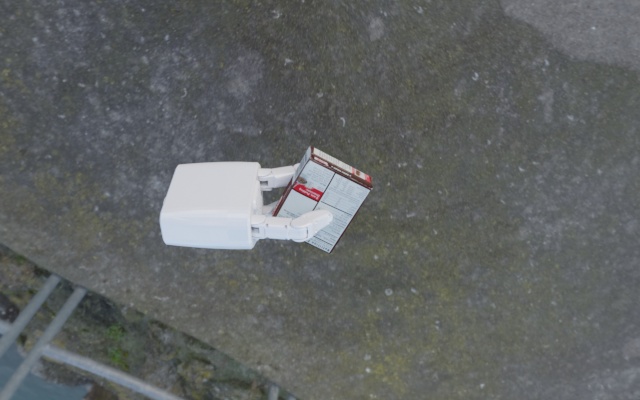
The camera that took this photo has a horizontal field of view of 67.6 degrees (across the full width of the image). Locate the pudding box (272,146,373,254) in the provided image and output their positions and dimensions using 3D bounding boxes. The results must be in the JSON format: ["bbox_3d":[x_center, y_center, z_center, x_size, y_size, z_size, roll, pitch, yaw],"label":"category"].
[{"bbox_3d":[0.000,0.002,0.601,0.090,0.113,0.039,26,28,-12],"label":"pudding box"}]
